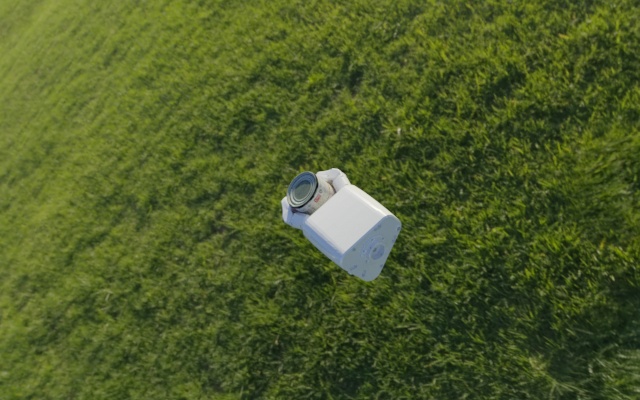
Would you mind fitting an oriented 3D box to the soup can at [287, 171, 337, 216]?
[{"bbox_3d":[0.000,0.002,0.808,0.068,0.068,0.102,0,-24,44],"label":"soup can"}]
